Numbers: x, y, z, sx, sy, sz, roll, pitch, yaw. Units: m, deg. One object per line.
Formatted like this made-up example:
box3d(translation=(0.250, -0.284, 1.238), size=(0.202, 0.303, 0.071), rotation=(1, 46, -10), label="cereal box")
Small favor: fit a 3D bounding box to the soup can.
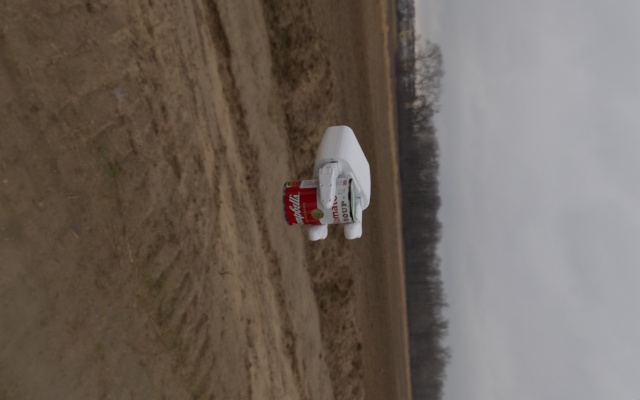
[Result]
box3d(translation=(0.000, 0.003, 0.717), size=(0.102, 0.068, 0.068), rotation=(-3, -1, 11), label="soup can")
